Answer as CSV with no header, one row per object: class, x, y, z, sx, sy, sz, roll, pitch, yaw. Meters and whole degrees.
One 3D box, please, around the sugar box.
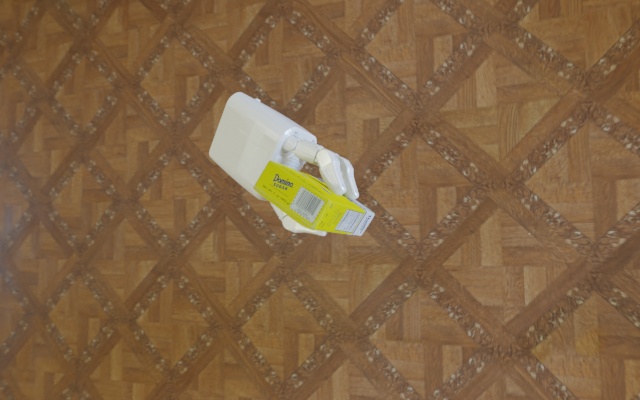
sugar box,0.000,0.001,0.609,0.093,0.048,0.176,35,10,22
